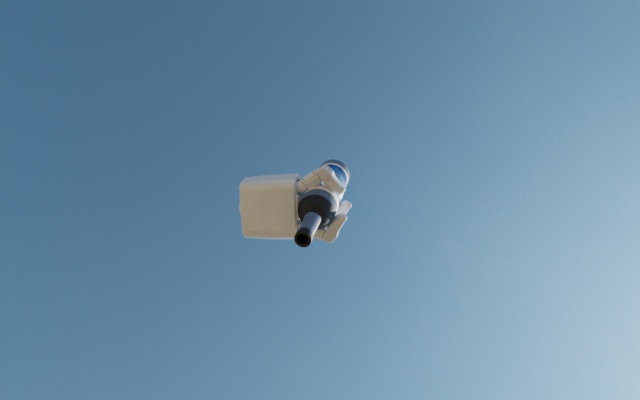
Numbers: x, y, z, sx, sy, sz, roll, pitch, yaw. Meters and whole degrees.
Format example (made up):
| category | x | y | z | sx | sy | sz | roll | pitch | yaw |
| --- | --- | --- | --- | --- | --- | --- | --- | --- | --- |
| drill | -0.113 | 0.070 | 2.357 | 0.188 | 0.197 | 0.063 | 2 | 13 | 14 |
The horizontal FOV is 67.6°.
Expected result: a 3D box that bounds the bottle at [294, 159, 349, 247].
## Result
| category | x | y | z | sx | sy | sz | roll | pitch | yaw |
| --- | --- | --- | --- | --- | --- | --- | --- | --- | --- |
| bottle | 0.000 | 0.003 | 0.861 | 0.069 | 0.069 | 0.295 | 0 | 23 | 12 |
